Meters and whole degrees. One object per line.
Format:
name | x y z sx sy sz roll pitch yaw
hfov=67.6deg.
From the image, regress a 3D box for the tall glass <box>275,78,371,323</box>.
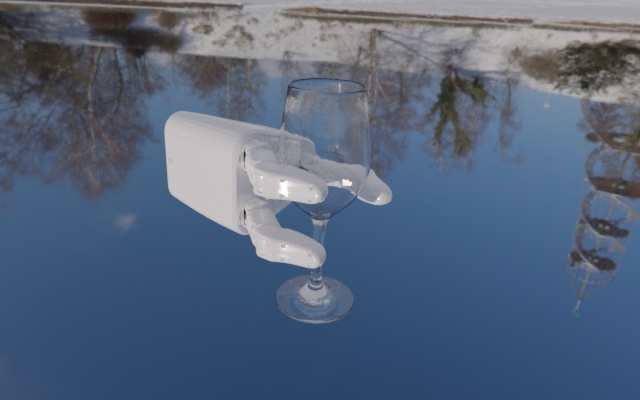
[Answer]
tall glass | 0.000 0.002 0.410 0.079 0.201 0.079 3 24 -1
